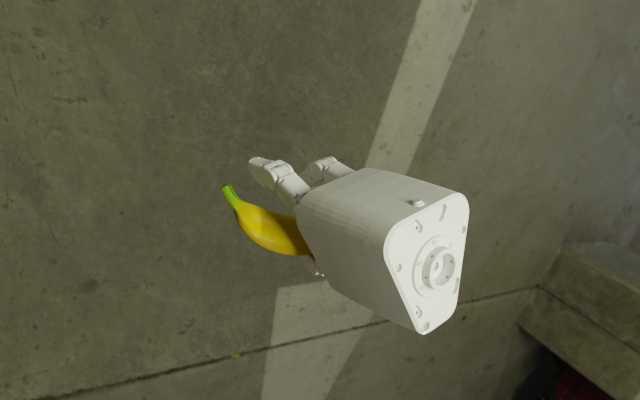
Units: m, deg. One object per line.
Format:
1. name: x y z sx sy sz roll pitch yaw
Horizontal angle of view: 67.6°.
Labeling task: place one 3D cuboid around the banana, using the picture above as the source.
1. banana: -0.002 0.020 0.483 0.198 0.069 0.037 2 -5 -34
